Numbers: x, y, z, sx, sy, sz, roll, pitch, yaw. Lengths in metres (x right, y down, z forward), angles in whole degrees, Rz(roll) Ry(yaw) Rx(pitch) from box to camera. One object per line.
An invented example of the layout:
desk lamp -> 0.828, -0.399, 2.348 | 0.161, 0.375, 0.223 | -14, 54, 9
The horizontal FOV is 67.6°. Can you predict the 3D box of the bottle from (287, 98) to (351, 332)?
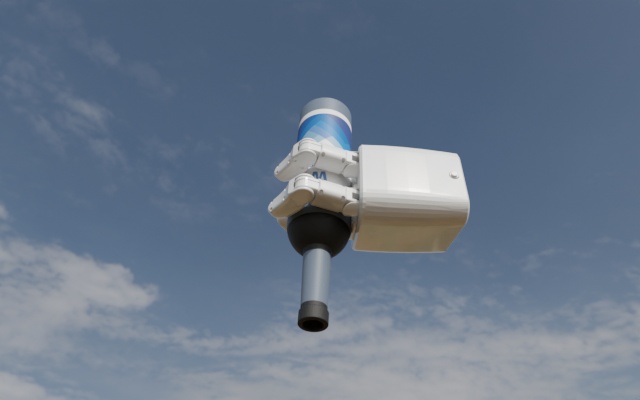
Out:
bottle -> 0.000, 0.002, 0.517 | 0.069, 0.295, 0.069 | 2, -43, 2
